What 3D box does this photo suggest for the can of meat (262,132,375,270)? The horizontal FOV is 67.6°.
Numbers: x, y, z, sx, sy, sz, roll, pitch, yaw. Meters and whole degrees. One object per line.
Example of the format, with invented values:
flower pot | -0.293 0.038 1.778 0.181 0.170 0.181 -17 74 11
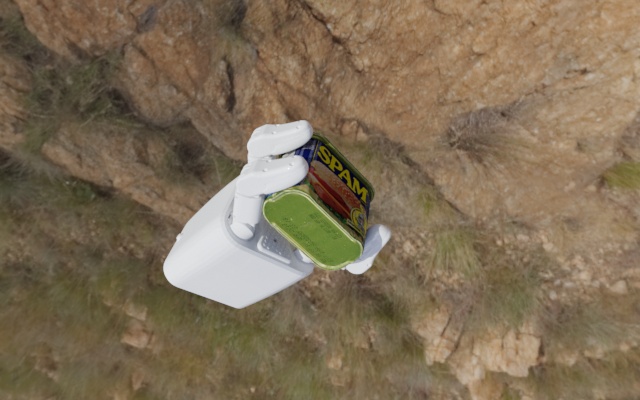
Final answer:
can of meat | 0.000 0.002 0.436 0.057 0.084 0.102 -31 -63 32
